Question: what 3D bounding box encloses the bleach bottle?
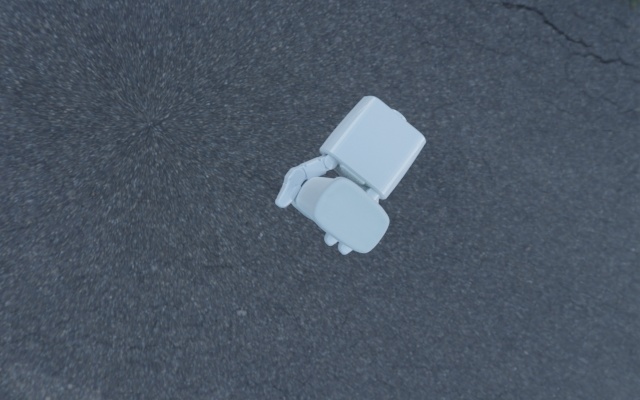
[{"bbox_3d":[0.000,0.002,0.687,0.102,0.068,0.251,39,-5,-21],"label":"bleach bottle"}]
